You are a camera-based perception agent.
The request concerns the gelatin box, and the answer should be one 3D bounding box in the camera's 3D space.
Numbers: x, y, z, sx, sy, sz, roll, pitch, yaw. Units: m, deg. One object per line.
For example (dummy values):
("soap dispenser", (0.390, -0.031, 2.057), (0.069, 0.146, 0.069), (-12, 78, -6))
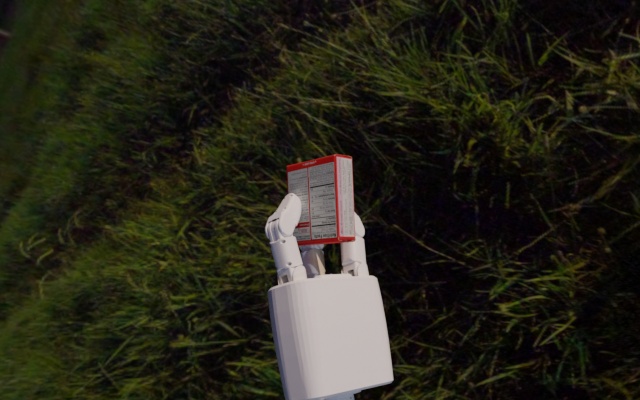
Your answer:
("gelatin box", (0.000, 0.001, 0.502), (0.073, 0.089, 0.030), (-9, -9, 44))
